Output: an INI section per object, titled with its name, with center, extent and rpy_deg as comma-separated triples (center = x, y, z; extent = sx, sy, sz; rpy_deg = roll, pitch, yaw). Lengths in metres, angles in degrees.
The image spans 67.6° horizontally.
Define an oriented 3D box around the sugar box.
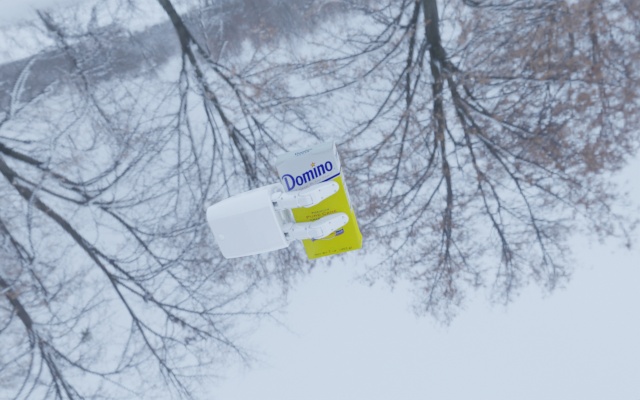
[sugar box]
center = 0.000, 0.003, 0.753
extent = 0.093, 0.176, 0.048
rpy_deg = -14, 25, 10
